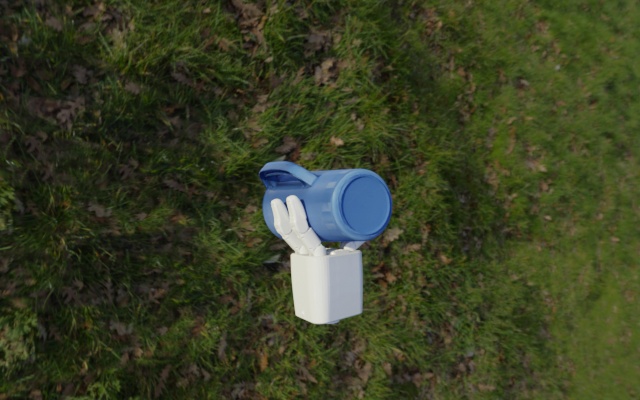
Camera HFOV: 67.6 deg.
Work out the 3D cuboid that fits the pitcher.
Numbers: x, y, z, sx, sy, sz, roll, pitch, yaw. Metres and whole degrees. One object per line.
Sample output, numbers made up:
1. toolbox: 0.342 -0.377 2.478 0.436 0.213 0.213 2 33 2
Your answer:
1. pitcher: 0.000 0.003 0.797 0.149 0.145 0.243 -3 0 -29
